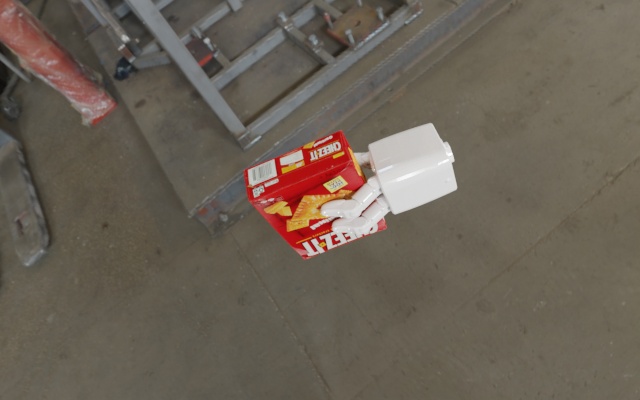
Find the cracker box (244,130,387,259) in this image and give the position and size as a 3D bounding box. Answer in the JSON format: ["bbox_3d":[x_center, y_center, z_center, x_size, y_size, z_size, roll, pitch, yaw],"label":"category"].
[{"bbox_3d":[0.000,0.002,0.770,0.164,0.072,0.214,-21,-37,10],"label":"cracker box"}]
